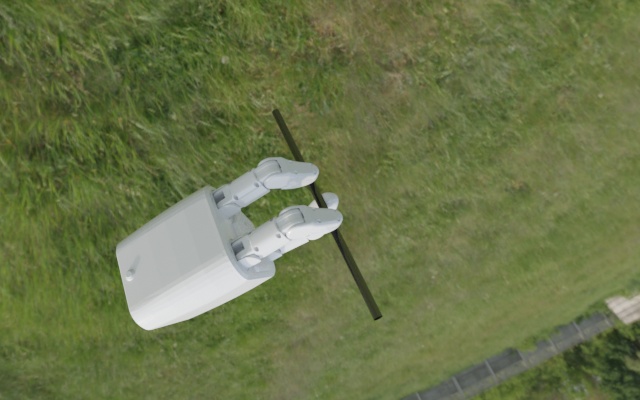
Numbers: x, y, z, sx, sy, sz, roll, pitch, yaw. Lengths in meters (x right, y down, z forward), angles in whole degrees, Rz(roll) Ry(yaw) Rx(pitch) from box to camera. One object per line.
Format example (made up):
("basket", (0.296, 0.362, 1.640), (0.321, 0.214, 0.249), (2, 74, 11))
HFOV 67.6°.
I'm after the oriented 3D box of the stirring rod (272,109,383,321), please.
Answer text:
("stirring rod", (0.000, 0.001, 0.448), (0.011, 0.239, 0.011), (-20, -28, -12))
